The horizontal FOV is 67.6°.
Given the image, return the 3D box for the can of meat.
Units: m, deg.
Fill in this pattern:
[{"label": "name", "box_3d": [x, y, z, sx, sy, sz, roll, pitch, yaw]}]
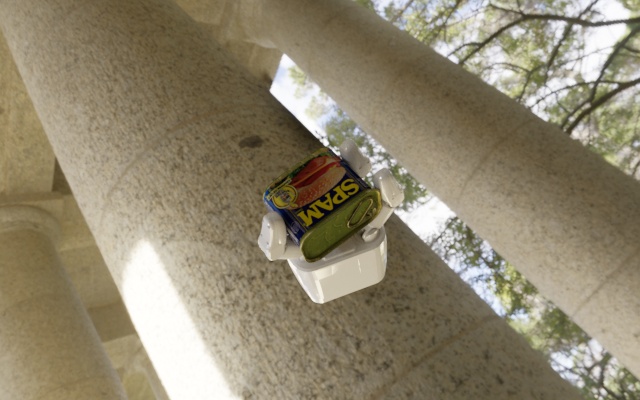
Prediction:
[{"label": "can of meat", "box_3d": [0.000, 0.001, 0.511, 0.102, 0.084, 0.057, -35, -33, -11]}]
